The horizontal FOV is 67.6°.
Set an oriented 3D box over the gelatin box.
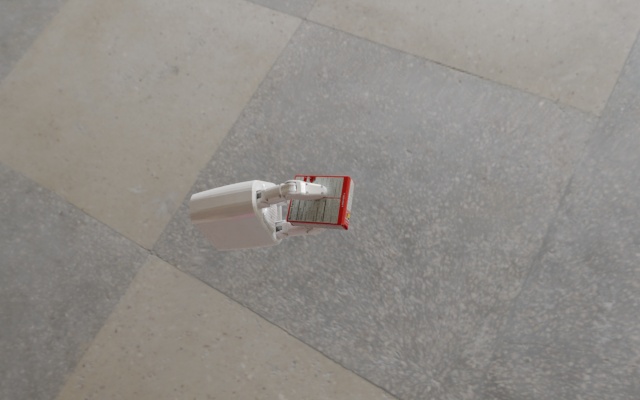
[{"bbox_3d":[0.000,0.002,0.689,0.089,0.073,0.030,2,-18,23],"label":"gelatin box"}]
